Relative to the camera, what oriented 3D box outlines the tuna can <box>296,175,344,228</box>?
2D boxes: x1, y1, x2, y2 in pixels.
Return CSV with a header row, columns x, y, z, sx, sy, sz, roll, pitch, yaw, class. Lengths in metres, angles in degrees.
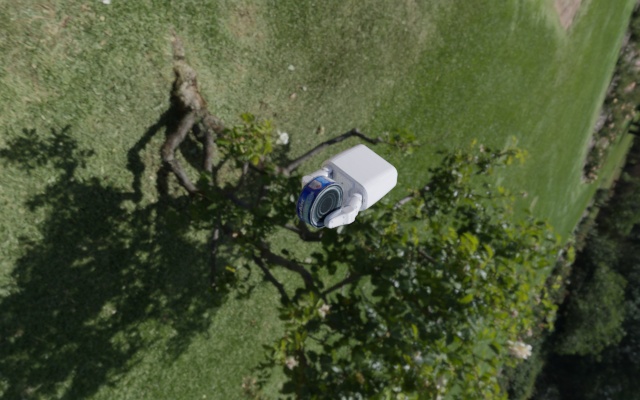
x,y,z,sx,sy,sz,roll,pitch,yaw,class
0.000,0.003,0.804,0.033,0.086,0.086,30,18,33,tuna can
